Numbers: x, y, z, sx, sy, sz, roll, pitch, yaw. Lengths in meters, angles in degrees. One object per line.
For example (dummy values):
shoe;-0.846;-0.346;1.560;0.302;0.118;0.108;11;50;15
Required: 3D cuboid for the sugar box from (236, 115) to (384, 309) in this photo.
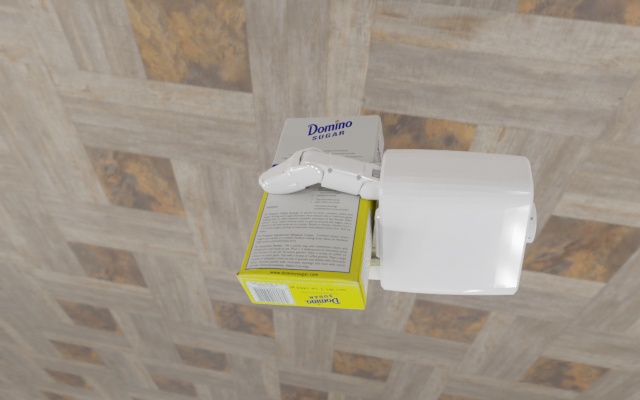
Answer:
sugar box;0.000;0.002;0.402;0.093;0.176;0.048;1;-42;15
